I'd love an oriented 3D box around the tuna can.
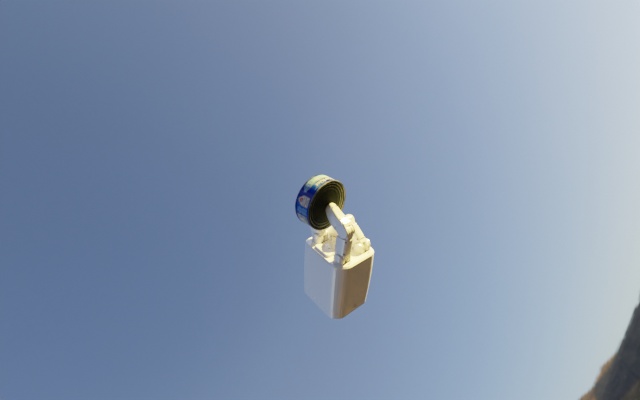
[{"bbox_3d":[0.000,0.002,0.768,0.033,0.086,0.086,27,17,36],"label":"tuna can"}]
